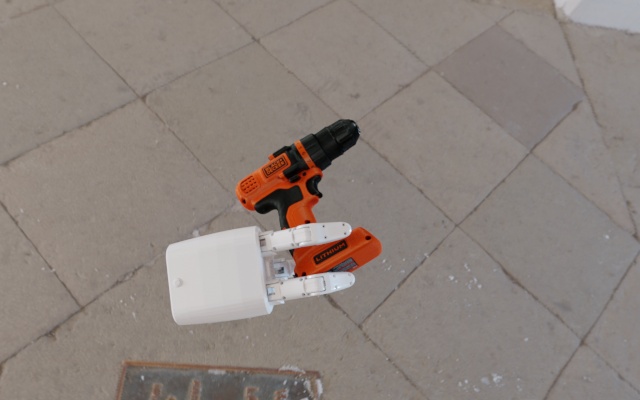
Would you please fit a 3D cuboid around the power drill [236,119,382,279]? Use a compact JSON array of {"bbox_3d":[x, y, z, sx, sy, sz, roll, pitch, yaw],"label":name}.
[{"bbox_3d":[0.000,0.002,0.597,0.184,0.187,0.057,-33,-32,6],"label":"power drill"}]
